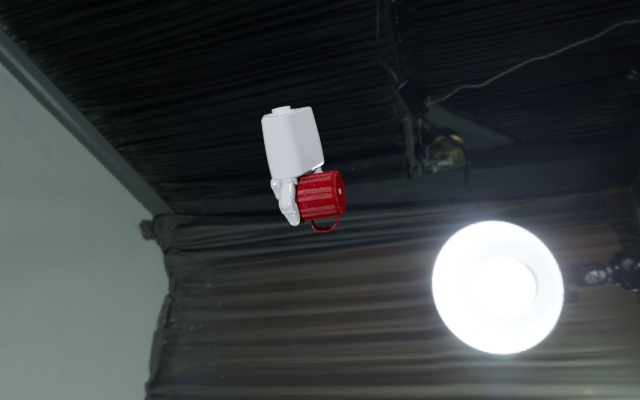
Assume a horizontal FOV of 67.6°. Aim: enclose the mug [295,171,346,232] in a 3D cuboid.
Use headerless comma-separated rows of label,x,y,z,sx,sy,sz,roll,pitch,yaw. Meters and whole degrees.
mug,0.001,0.004,0.860,0.081,0.117,0.093,-8,17,15
